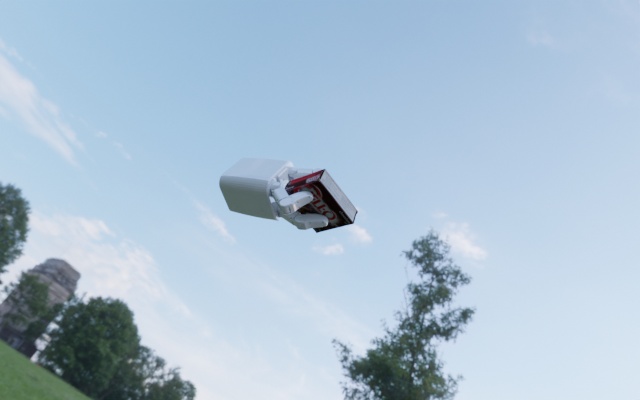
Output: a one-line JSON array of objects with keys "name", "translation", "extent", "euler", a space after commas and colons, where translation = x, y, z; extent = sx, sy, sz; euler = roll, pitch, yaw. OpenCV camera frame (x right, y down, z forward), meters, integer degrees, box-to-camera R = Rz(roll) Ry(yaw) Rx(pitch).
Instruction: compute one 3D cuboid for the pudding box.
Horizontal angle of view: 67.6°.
[{"name": "pudding box", "translation": [0.000, 0.003, 0.865], "extent": [0.090, 0.039, 0.113], "euler": [-16, -54, 39]}]
